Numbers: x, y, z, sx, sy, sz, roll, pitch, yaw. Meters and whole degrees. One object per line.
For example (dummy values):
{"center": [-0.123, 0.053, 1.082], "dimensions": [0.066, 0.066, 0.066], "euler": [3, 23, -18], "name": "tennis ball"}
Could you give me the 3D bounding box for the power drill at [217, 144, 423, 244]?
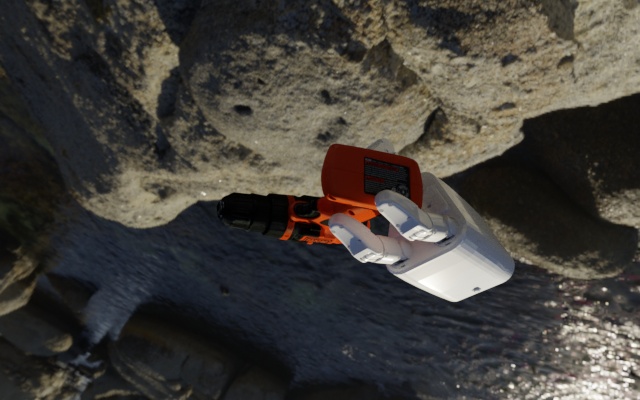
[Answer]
{"center": [0.001, 0.002, 0.498], "dimensions": [0.184, 0.057, 0.188], "euler": [7, -17, -24], "name": "power drill"}
